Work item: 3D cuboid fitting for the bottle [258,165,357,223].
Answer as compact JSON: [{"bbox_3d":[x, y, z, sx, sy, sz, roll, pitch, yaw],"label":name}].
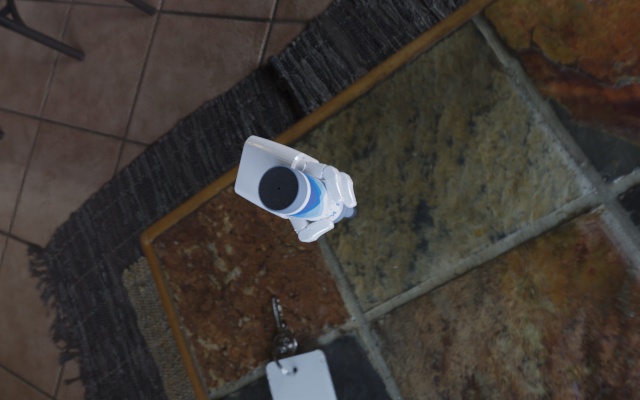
[{"bbox_3d":[0.000,0.003,0.791,0.069,0.069,0.296,0,-8,23],"label":"bottle"}]
